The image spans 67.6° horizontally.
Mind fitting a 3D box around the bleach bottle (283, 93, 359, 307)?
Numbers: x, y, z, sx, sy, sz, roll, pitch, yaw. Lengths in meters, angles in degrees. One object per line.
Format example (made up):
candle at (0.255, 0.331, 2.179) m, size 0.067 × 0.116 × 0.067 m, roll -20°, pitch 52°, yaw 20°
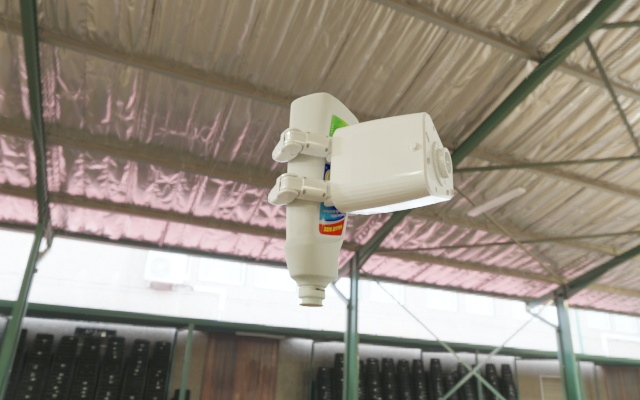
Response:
bleach bottle at (0.000, 0.002, 0.578) m, size 0.068 × 0.250 × 0.103 m, roll -9°, pitch -23°, yaw 29°
